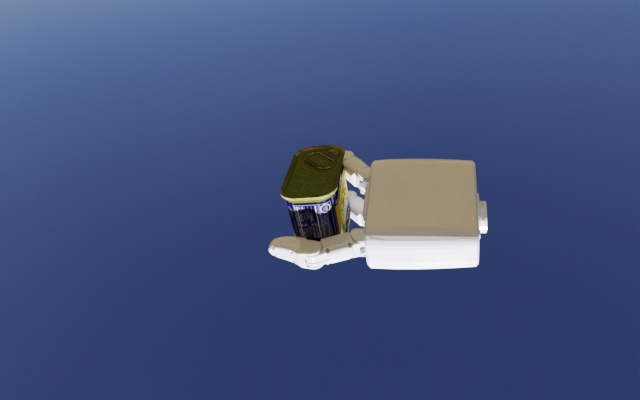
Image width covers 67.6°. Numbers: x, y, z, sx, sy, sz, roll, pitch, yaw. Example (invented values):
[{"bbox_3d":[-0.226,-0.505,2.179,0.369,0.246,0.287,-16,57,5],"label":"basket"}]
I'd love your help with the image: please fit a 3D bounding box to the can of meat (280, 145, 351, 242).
[{"bbox_3d":[0.000,0.002,0.514,0.057,0.084,0.102,-3,35,13],"label":"can of meat"}]
